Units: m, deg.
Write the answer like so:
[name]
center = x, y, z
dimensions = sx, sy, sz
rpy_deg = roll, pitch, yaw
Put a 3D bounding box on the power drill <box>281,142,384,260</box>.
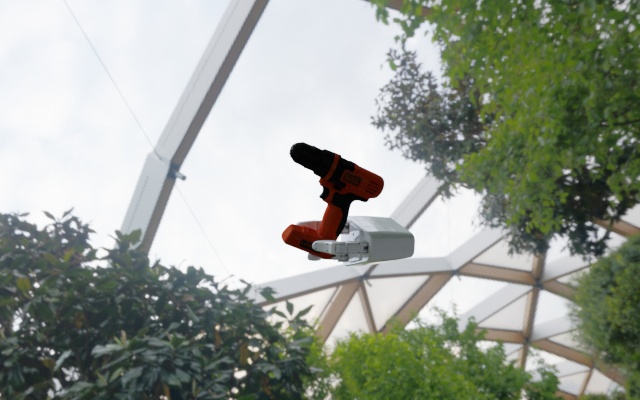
[power drill]
center = 0.000, 0.003, 0.868
dimensions = 0.184, 0.188, 0.057
rpy_deg = 24, 17, -13
